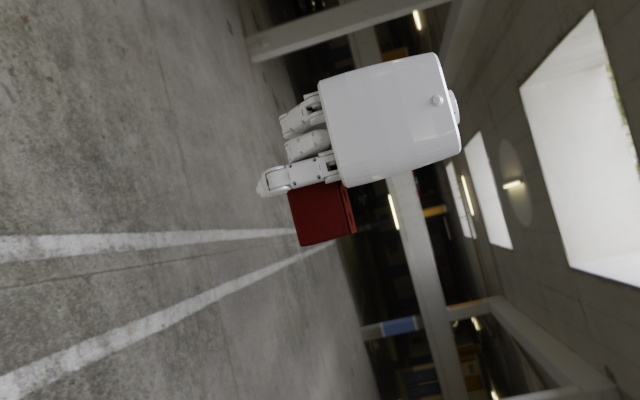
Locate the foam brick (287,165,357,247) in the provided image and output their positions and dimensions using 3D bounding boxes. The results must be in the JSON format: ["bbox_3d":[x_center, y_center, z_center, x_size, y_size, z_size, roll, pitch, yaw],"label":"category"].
[{"bbox_3d":[0.000,0.002,0.462,0.051,0.078,0.053,-15,-4,8],"label":"foam brick"}]
